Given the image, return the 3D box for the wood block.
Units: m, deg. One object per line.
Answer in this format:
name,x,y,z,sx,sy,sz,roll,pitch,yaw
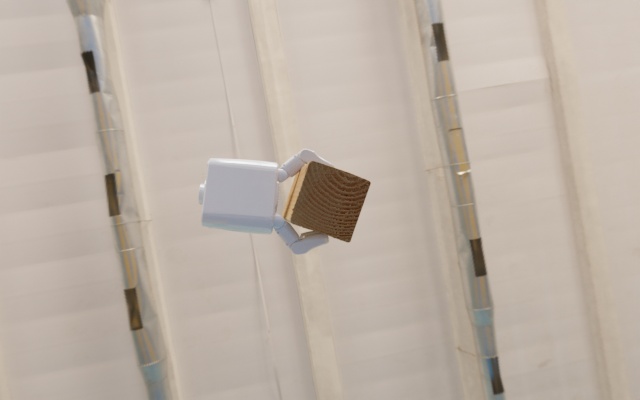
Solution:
wood block,0.000,0.002,0.736,0.090,0.091,0.206,19,-3,-7
